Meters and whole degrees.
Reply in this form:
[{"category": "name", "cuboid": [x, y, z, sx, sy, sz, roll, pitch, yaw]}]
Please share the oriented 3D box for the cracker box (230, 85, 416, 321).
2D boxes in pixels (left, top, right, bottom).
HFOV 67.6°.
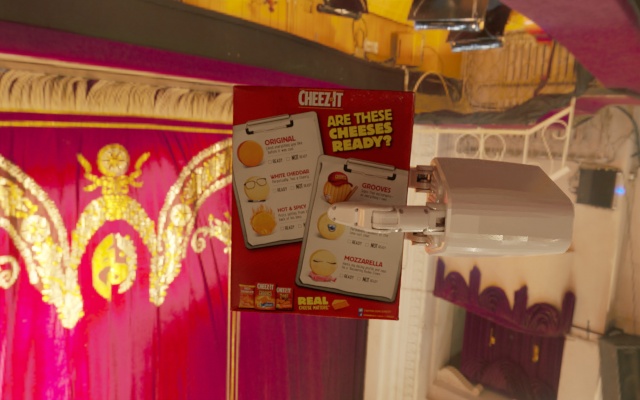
[{"category": "cracker box", "cuboid": [0.000, 0.002, 0.466, 0.164, 0.214, 0.072, 3, 9, 2]}]
